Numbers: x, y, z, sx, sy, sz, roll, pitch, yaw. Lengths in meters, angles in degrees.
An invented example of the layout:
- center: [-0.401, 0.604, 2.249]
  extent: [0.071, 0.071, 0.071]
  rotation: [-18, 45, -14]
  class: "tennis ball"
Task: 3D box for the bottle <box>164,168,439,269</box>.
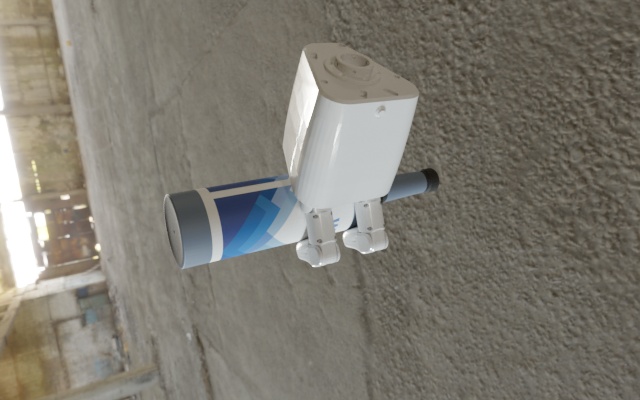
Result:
- center: [0.000, 0.002, 0.482]
  extent: [0.295, 0.069, 0.069]
  rotation: [-11, 5, -28]
  class: "bottle"
